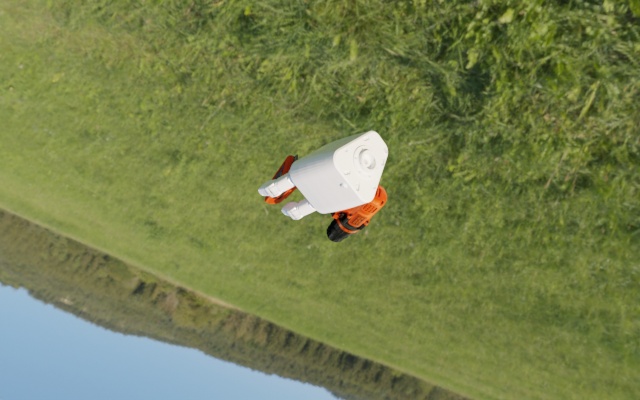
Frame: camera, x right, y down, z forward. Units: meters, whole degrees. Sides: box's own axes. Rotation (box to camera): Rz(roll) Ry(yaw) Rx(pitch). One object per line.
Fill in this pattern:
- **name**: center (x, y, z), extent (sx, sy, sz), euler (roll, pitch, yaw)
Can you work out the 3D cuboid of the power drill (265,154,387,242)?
- **power drill**: center (0.000, 0.003, 0.857), extent (0.188, 0.057, 0.184), euler (21, -37, -15)
